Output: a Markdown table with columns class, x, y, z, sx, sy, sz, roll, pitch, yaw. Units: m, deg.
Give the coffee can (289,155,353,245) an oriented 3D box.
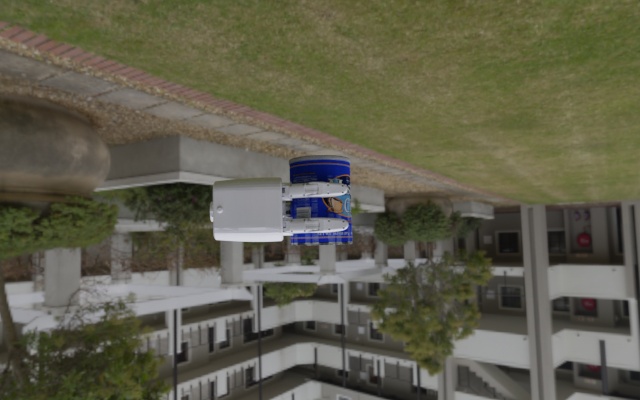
| class | x | y | z | sx | sy | sz | roll | pitch | yaw |
| --- | --- | --- | --- | --- | --- | --- | --- | --- | --- |
| coffee can | 0.000 | 0.002 | 0.789 | 0.103 | 0.140 | 0.103 | -1 | -4 | 0 |
